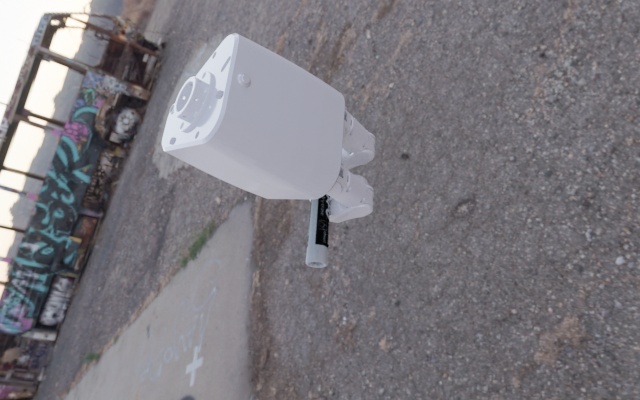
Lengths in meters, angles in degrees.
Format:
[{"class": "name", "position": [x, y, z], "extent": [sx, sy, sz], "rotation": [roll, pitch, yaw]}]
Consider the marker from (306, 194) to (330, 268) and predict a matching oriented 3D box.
[{"class": "marker", "position": [0.000, 0.001, 0.440], "extent": [0.020, 0.121, 0.020], "rotation": [3, -26, 2]}]
